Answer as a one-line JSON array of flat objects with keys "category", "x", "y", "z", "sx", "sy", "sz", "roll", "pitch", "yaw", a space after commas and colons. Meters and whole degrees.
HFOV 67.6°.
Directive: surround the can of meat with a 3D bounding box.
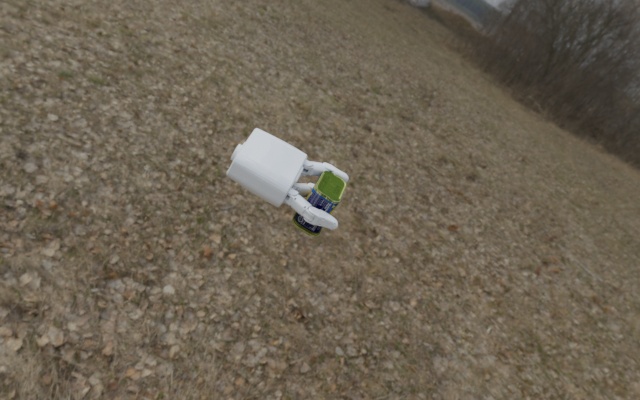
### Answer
[{"category": "can of meat", "x": 0.000, "y": 0.003, "z": 0.861, "sx": 0.057, "sy": 0.084, "sz": 0.102, "roll": 31, "pitch": 28, "yaw": -3}]
